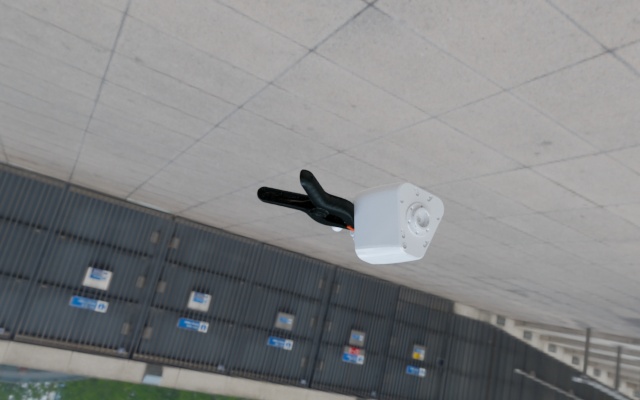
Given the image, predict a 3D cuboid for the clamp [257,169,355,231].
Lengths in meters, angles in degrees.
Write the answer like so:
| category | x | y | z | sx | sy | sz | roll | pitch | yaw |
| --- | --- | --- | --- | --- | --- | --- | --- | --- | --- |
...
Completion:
| category | x | y | z | sx | sy | sz | roll | pitch | yaw |
| --- | --- | --- | --- | --- | --- | --- | --- | --- | --- |
| clamp | 0.000 | 0.003 | 0.737 | 0.171 | 0.039 | 0.120 | 20 | -21 | -27 |
